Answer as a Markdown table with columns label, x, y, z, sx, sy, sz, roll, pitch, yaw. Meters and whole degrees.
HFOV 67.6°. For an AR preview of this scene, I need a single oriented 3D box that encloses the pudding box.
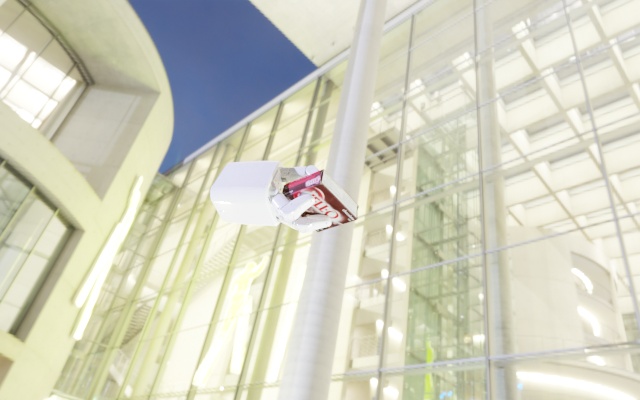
| label | x | y | z | sx | sy | sz | roll | pitch | yaw |
| --- | --- | --- | --- | --- | --- | --- | --- | --- | --- |
| pudding box | 0.000 | 0.003 | 0.837 | 0.090 | 0.039 | 0.113 | -19 | -45 | 33 |
